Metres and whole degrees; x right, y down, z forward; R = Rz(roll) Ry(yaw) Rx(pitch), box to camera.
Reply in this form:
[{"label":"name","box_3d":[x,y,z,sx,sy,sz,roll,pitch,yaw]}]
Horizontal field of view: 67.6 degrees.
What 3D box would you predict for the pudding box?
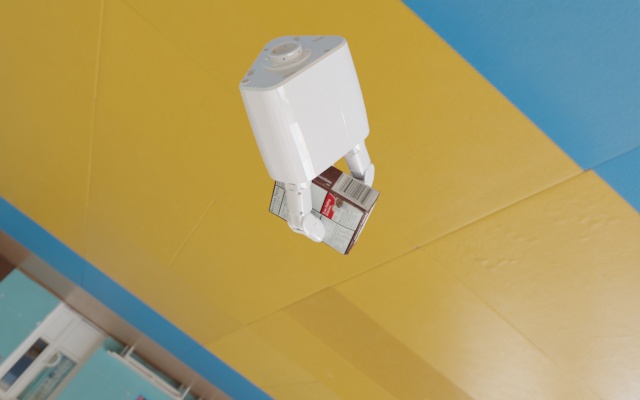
[{"label":"pudding box","box_3d":[0.000,0.002,0.545,0.113,0.039,0.090,31,-39,10]}]
